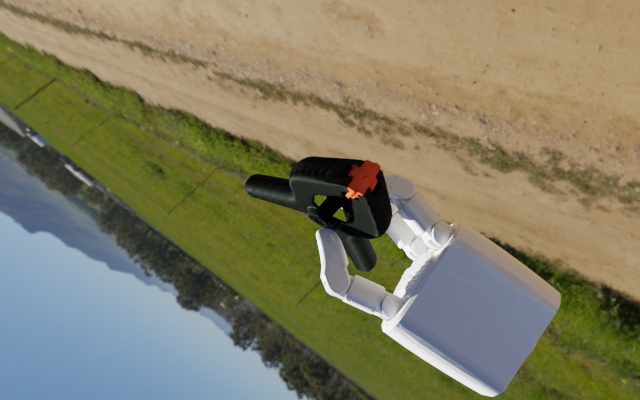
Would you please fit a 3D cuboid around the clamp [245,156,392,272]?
[{"bbox_3d":[0.000,0.002,0.433,0.164,0.036,0.210,32,-18,3],"label":"clamp"}]
